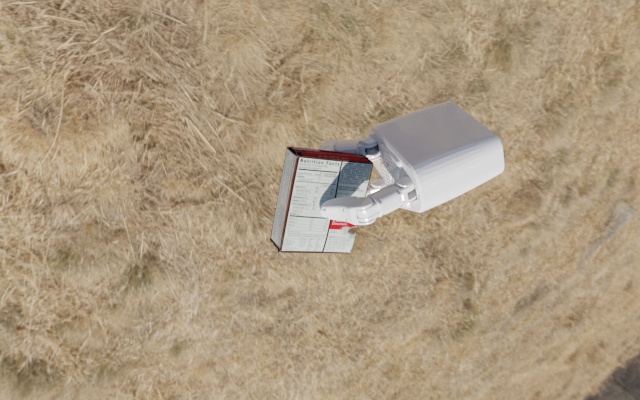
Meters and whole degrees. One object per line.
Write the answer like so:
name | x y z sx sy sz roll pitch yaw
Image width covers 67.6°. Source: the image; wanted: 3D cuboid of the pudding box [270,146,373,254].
pudding box | 0.000 0.002 0.519 0.090 0.113 0.039 4 18 -23
